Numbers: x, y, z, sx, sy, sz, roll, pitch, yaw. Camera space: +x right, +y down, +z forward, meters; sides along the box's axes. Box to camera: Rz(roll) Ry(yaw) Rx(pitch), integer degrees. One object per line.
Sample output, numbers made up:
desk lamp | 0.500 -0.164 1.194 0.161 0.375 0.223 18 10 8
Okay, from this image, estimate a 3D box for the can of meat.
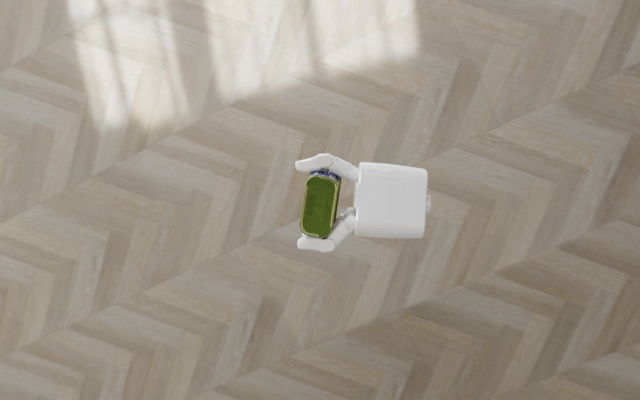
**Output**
can of meat | 0.000 0.002 0.760 0.057 0.102 0.084 8 11 2
